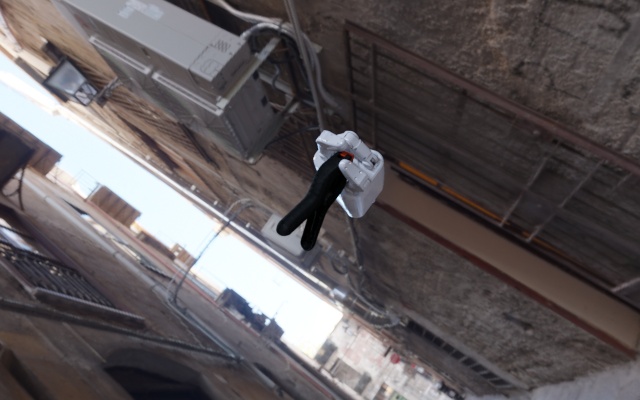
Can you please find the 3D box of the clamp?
[{"bbox_3d":[0.000,0.002,0.748,0.039,0.171,0.120,33,-14,19],"label":"clamp"}]
